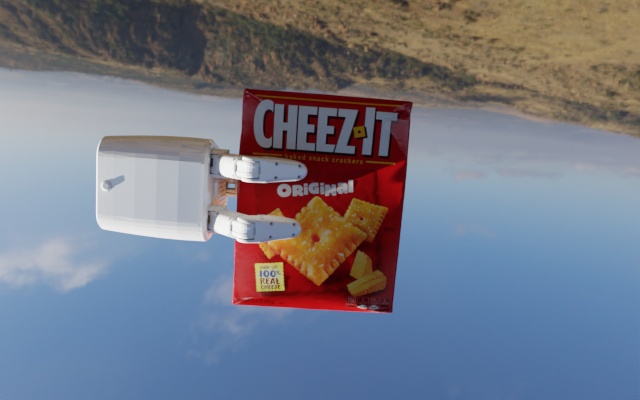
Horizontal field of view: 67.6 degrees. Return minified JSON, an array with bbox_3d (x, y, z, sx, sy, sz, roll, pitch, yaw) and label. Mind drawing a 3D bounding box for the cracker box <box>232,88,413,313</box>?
[{"bbox_3d":[0.000,0.002,0.487,0.164,0.214,0.072,4,8,0],"label":"cracker box"}]
